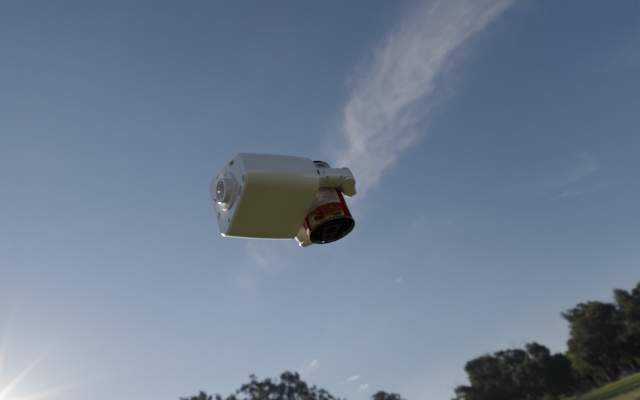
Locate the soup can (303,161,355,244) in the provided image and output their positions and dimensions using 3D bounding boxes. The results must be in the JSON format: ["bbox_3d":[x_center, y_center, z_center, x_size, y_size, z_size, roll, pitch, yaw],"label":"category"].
[{"bbox_3d":[0.000,0.002,0.685,0.068,0.102,0.068,-16,-31,-10],"label":"soup can"}]
